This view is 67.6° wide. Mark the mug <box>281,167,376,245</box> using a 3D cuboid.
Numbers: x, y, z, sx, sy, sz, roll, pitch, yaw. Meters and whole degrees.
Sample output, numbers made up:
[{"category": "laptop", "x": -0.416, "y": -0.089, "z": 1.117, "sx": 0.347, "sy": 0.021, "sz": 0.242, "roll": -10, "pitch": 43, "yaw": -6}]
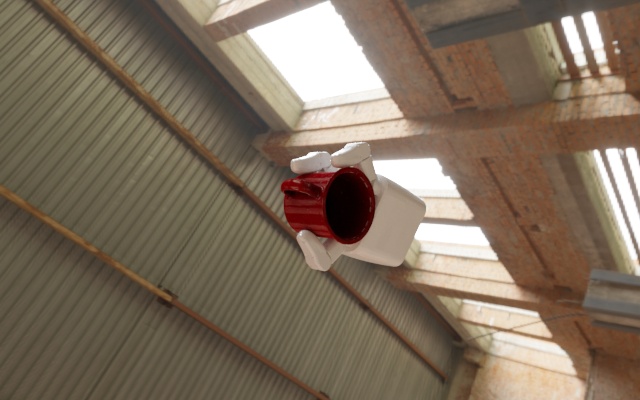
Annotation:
[{"category": "mug", "x": -0.001, "y": 0.002, "z": 0.588, "sx": 0.081, "sy": 0.093, "sz": 0.117, "roll": 1, "pitch": -17, "yaw": 46}]
